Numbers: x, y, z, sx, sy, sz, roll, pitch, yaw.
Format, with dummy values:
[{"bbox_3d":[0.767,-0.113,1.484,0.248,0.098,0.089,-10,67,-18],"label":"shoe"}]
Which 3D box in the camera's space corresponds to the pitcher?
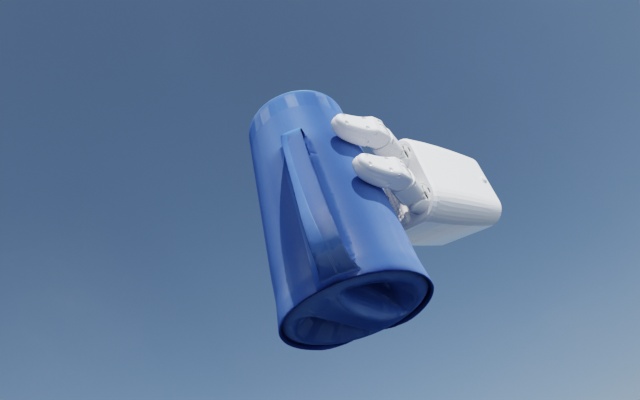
[{"bbox_3d":[0.000,0.002,0.453,0.145,0.242,0.149,8,-44,-31],"label":"pitcher"}]
